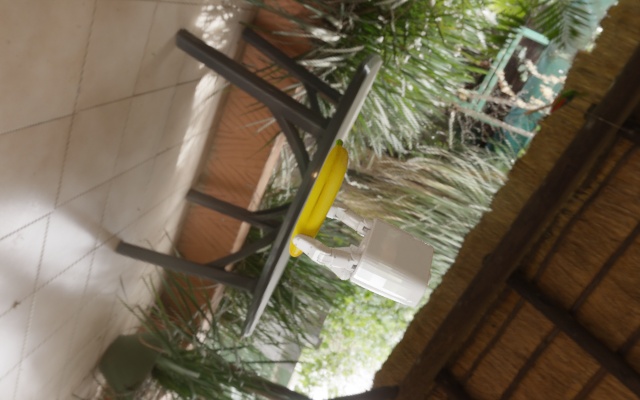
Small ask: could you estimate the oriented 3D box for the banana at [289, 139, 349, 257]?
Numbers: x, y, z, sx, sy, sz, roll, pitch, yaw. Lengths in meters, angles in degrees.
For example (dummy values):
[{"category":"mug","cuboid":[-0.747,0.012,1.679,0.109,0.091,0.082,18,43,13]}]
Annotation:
[{"category":"banana","cuboid":[0.001,-0.001,0.721,0.037,0.198,0.069,25,0,2]}]
